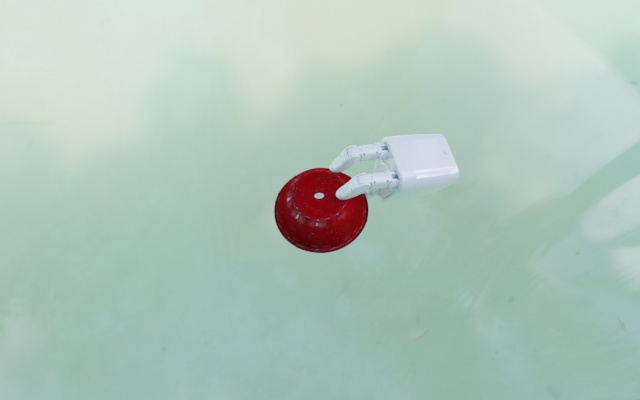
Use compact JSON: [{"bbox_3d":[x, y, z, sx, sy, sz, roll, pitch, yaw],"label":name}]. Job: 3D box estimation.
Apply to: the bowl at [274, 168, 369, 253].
[{"bbox_3d":[-0.001,0.003,0.790,0.162,0.162,0.055,0,-28,3],"label":"bowl"}]
